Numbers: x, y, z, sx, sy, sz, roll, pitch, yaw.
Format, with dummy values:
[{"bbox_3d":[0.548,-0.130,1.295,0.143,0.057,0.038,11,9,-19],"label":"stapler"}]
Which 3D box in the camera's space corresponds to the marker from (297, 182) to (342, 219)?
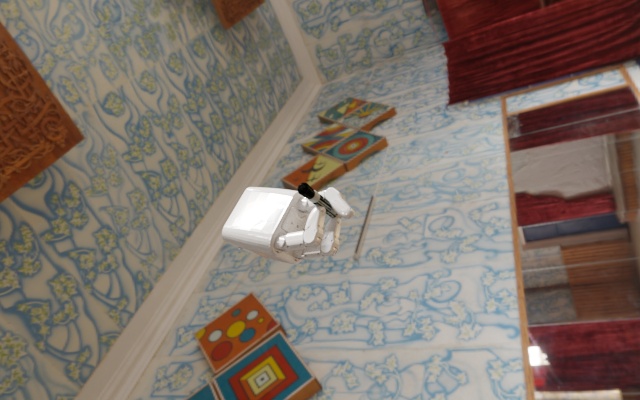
[{"bbox_3d":[0.000,0.002,0.712,0.020,0.020,0.121,0,-20,29],"label":"marker"}]
